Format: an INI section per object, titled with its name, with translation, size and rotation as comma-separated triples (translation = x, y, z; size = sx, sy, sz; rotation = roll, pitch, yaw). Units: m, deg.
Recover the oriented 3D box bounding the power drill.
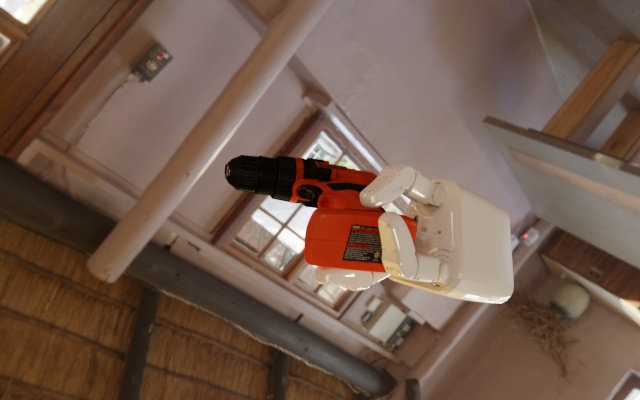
[power drill]
translation = 0.000, 0.002, 0.489
size = 0.184, 0.057, 0.187
rotation = 6, 21, -18
